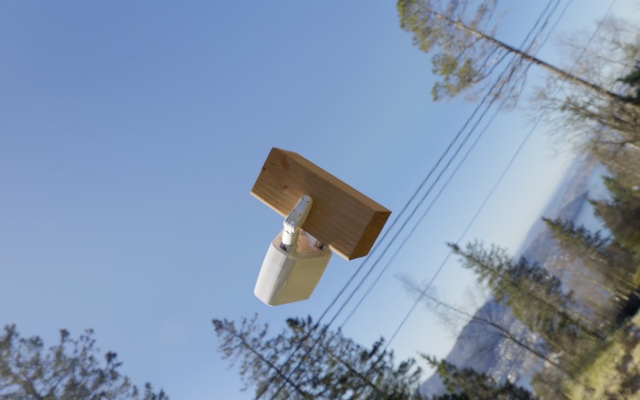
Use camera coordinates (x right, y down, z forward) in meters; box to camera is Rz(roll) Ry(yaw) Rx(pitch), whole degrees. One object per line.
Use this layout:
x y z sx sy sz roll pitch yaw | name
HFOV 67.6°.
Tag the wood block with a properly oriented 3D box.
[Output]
0.000 0.003 0.787 0.206 0.090 0.091 33 13 21 | wood block
